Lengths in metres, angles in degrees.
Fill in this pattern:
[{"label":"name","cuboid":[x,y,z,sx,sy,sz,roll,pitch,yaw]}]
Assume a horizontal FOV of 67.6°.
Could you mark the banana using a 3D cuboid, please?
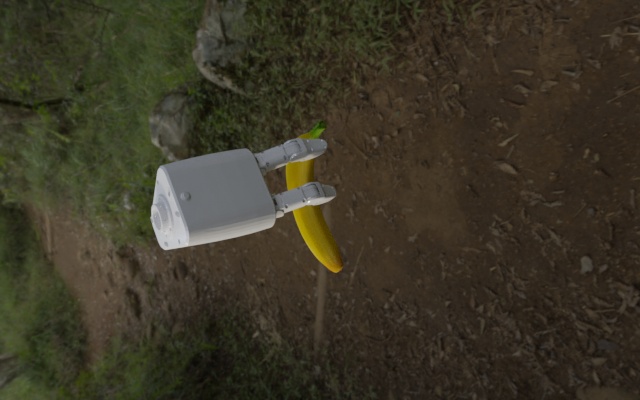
[{"label":"banana","cuboid":[-0.012,-0.001,0.634,0.037,0.198,0.069,-14,9,-39]}]
